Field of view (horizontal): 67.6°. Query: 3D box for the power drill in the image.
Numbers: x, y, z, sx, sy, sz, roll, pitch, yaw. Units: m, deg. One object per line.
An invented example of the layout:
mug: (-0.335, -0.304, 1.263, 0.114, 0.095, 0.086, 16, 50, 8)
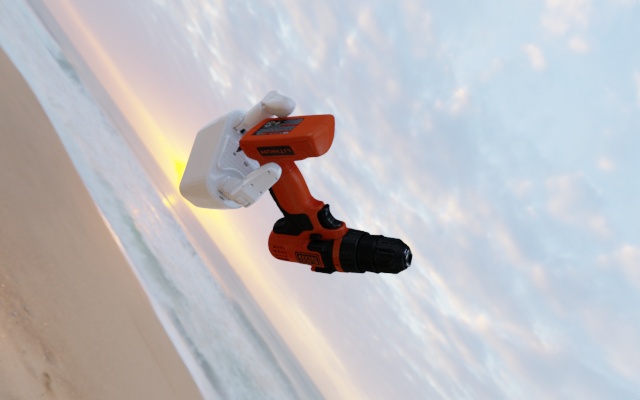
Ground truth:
power drill: (0.000, 0.001, 0.523, 0.184, 0.188, 0.057, 2, 34, 31)
